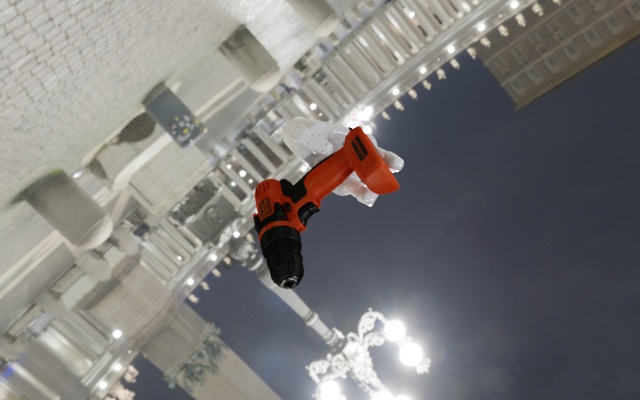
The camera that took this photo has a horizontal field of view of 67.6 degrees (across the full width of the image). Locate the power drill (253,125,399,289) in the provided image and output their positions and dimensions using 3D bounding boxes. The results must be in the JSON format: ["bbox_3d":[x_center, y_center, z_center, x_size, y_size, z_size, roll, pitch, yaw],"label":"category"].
[{"bbox_3d":[0.000,0.002,0.598,0.188,0.184,0.057,-32,-49,12],"label":"power drill"}]
